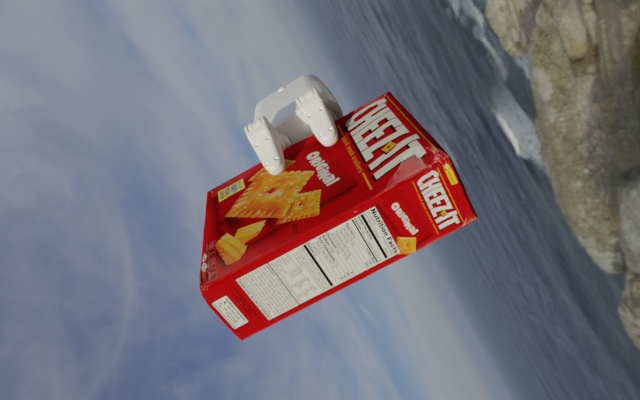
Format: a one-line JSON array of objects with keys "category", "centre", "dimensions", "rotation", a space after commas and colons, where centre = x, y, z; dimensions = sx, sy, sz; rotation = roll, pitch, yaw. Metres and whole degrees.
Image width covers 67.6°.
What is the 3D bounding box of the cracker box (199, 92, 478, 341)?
[{"category": "cracker box", "centre": [0.000, 0.002, 0.425], "dimensions": [0.214, 0.072, 0.164], "rotation": [-29, 30, 7]}]
